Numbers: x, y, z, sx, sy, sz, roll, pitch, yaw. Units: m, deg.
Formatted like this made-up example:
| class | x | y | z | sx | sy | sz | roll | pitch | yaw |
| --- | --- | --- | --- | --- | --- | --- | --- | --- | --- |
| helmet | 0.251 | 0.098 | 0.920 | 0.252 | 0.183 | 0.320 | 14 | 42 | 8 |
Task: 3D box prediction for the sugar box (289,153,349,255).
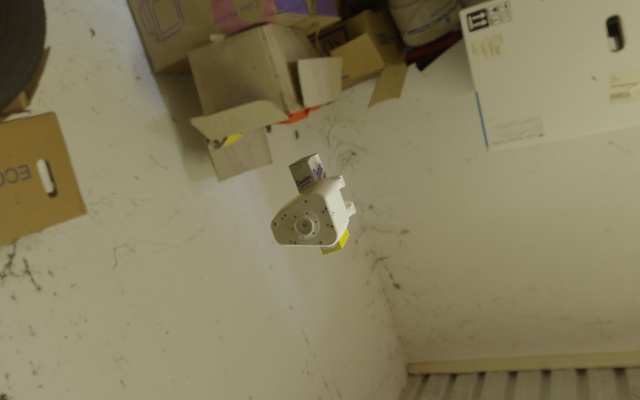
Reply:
| class | x | y | z | sx | sy | sz | roll | pitch | yaw |
| --- | --- | --- | --- | --- | --- | --- | --- | --- | --- |
| sugar box | 0.001 | 0.003 | 0.899 | 0.048 | 0.176 | 0.093 | -17 | 10 | 15 |
